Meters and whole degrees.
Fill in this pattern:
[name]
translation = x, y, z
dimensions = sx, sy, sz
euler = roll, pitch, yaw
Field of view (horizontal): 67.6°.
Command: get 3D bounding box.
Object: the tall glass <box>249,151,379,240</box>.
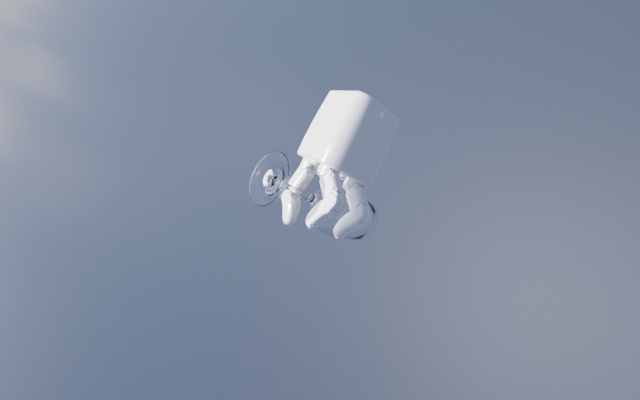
[tall glass]
translation = 0.000, 0.002, 0.673
dimensions = 0.079, 0.079, 0.201
euler = 0, -18, 44
